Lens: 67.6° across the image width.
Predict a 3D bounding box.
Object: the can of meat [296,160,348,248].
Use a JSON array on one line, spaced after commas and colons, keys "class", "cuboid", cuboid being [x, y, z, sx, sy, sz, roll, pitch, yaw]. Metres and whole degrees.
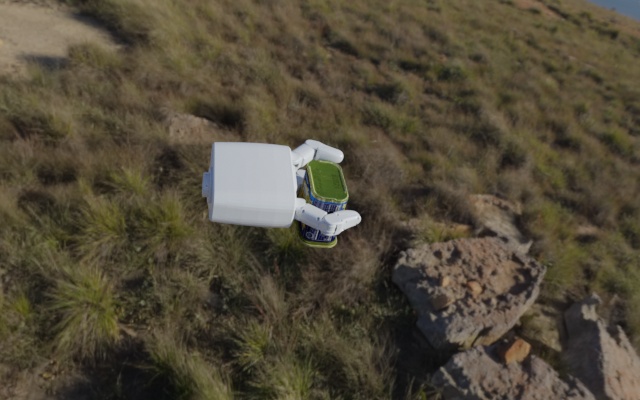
[{"class": "can of meat", "cuboid": [0.000, 0.002, 0.682, 0.057, 0.084, 0.102, 6, 36, -14]}]
